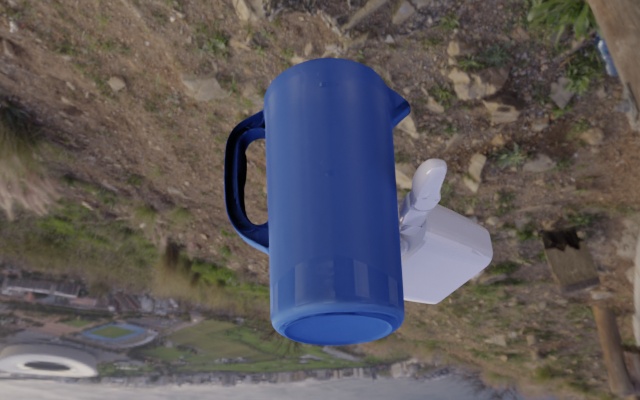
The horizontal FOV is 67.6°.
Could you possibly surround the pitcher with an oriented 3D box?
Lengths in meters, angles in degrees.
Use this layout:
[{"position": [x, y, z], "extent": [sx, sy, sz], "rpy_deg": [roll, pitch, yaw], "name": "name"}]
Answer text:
[{"position": [0.000, 0.001, 0.442], "extent": [0.145, 0.242, 0.149], "rpy_deg": [19, -36, -31], "name": "pitcher"}]
